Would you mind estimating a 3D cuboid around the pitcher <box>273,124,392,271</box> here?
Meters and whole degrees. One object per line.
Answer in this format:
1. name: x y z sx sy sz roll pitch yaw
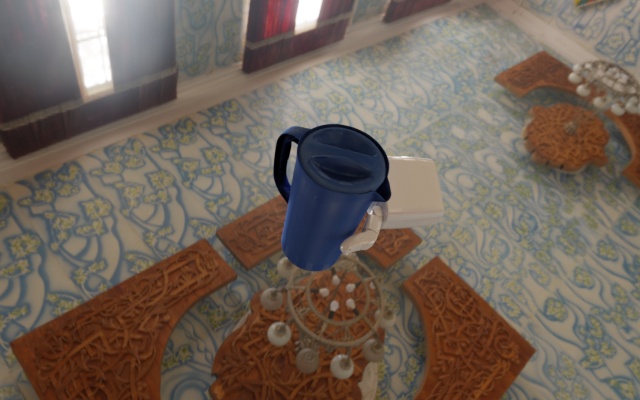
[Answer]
1. pitcher: 0.000 0.003 0.751 0.145 0.149 0.243 -1 -37 -17
